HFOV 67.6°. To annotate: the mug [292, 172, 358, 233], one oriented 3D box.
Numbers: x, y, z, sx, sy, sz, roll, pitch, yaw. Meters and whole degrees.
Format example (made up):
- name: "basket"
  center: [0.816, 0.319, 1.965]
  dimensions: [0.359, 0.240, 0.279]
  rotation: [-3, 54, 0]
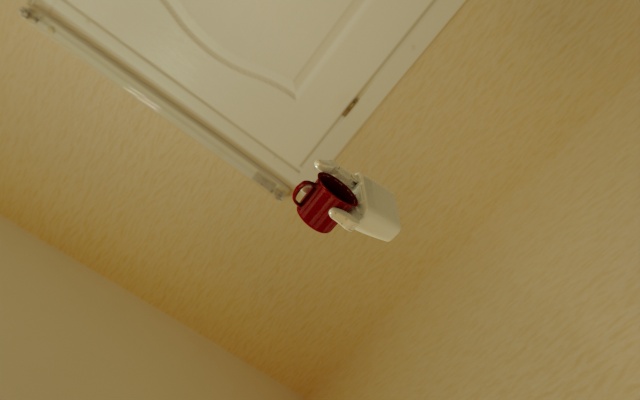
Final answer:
- name: "mug"
  center: [-0.001, 0.003, 0.887]
  dimensions: [0.117, 0.081, 0.093]
  rotation: [25, 25, -33]
